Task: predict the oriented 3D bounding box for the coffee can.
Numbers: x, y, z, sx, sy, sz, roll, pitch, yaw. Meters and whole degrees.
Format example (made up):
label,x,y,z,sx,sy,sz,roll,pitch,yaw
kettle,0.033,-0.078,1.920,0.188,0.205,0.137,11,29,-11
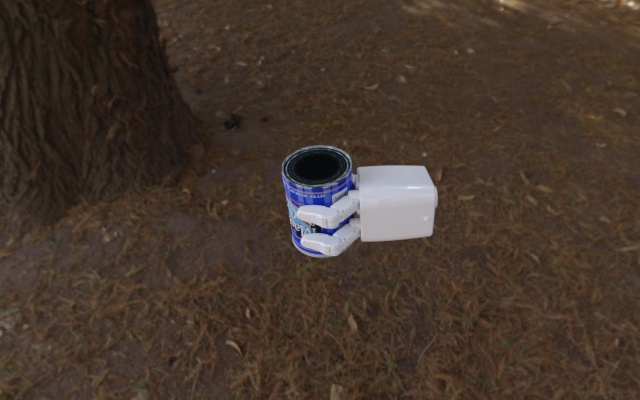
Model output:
label,x,y,z,sx,sy,sz,roll,pitch,yaw
coffee can,0.000,0.002,0.728,0.103,0.140,0.102,-3,40,3
